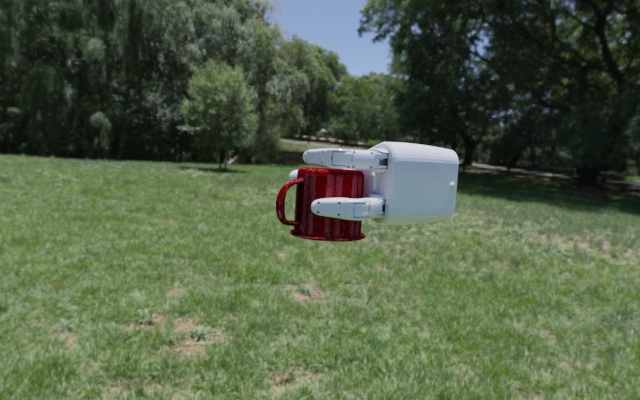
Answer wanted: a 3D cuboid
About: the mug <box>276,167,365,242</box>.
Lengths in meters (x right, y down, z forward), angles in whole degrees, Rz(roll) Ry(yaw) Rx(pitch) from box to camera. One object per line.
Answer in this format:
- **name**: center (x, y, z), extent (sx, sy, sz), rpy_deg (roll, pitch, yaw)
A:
- **mug**: center (-0.001, 0.002, 0.574), extent (0.117, 0.081, 0.093), rpy_deg (0, 6, -29)
